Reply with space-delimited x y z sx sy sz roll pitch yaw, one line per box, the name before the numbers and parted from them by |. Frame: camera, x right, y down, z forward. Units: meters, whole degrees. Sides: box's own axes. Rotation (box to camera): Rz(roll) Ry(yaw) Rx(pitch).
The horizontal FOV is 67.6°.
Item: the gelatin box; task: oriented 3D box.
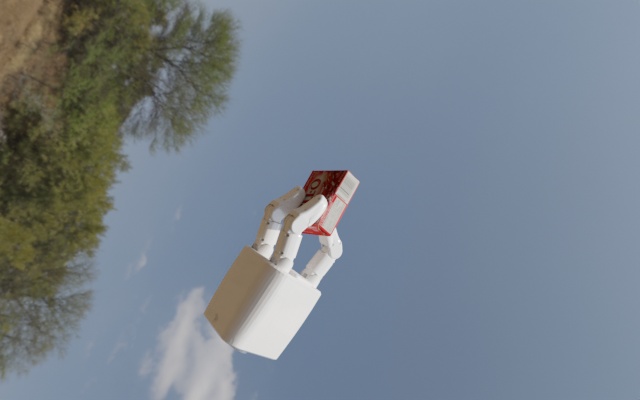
gelatin box | 0.001 0.002 0.628 0.073 0.089 0.030 4 -32 50
